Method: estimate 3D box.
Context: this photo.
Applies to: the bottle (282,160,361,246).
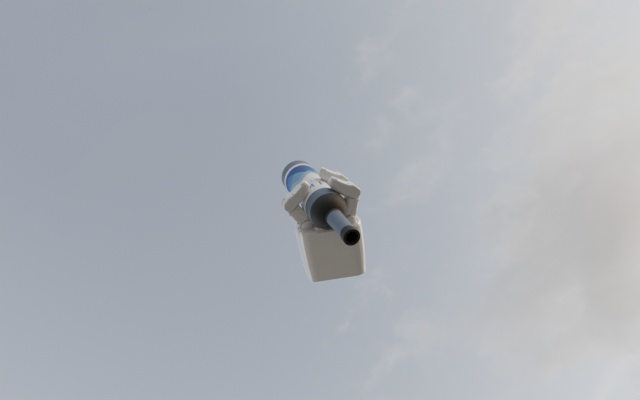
[{"bbox_3d":[0.000,0.003,0.829,0.069,0.069,0.295,0,21,-20],"label":"bottle"}]
